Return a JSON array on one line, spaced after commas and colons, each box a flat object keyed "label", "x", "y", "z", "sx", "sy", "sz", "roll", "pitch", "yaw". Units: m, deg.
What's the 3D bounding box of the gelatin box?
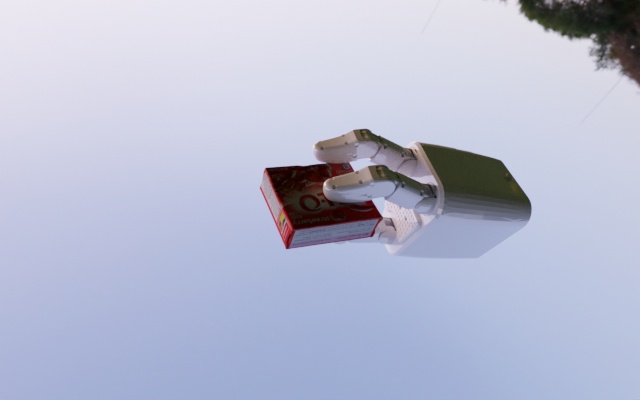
[{"label": "gelatin box", "x": 0.000, "y": 0.002, "z": 0.422, "sx": 0.089, "sy": 0.073, "sz": 0.030, "roll": -6, "pitch": -41, "yaw": -26}]
